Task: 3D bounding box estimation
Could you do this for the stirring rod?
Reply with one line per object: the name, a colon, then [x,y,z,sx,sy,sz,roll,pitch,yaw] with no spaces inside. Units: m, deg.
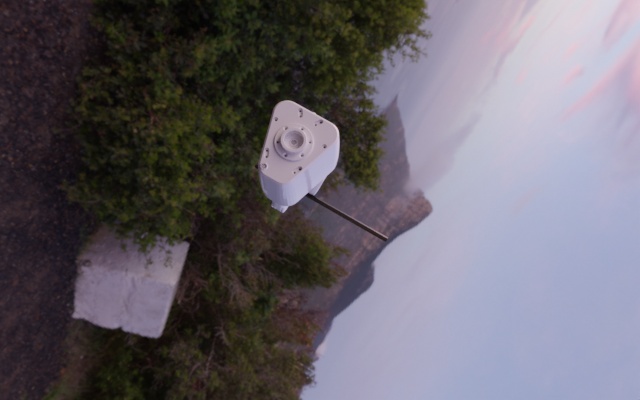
stirring rod: [0.000,0.002,0.759,0.239,0.011,0.011,30,3,5]
